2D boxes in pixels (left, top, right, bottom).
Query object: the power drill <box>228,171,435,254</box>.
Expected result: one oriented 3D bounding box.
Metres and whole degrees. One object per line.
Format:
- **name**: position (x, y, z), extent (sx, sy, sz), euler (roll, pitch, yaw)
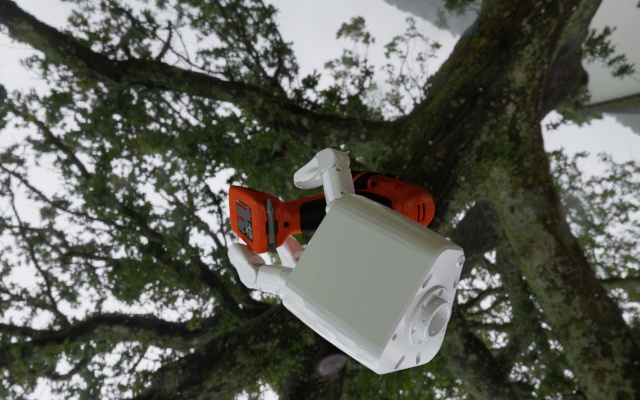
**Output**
- **power drill**: position (0.000, 0.002, 0.519), extent (0.187, 0.057, 0.184), euler (-9, 13, -23)
